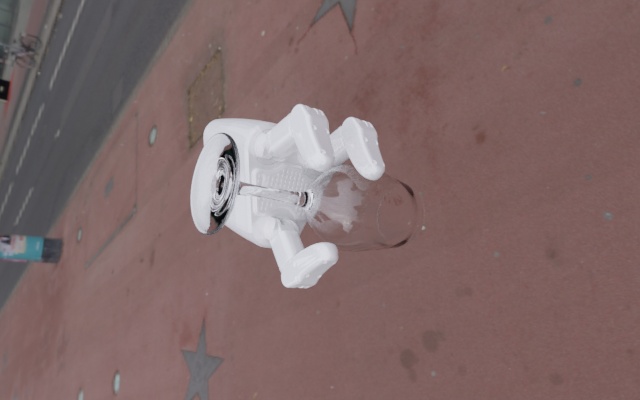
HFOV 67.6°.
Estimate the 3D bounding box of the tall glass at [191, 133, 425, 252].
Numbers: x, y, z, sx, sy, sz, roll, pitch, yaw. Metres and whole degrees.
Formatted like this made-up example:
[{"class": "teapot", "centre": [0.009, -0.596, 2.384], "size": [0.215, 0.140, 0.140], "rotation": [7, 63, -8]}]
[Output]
[{"class": "tall glass", "centre": [0.000, 0.001, 0.402], "size": [0.201, 0.079, 0.079], "rotation": [10, -6, -37]}]
